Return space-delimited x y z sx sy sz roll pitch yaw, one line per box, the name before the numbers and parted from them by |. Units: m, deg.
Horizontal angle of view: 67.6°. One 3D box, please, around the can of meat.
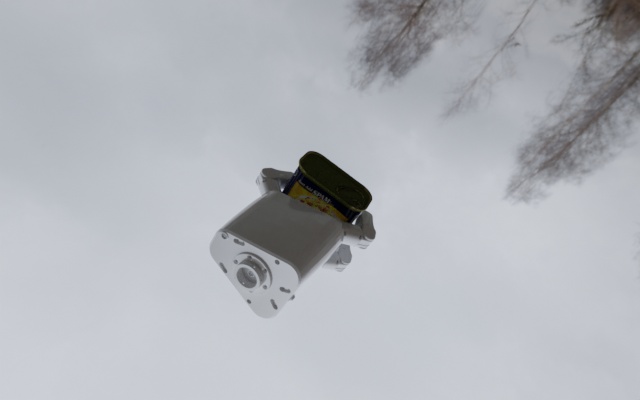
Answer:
can of meat | 0.000 0.002 0.609 0.102 0.084 0.057 37 34 1
